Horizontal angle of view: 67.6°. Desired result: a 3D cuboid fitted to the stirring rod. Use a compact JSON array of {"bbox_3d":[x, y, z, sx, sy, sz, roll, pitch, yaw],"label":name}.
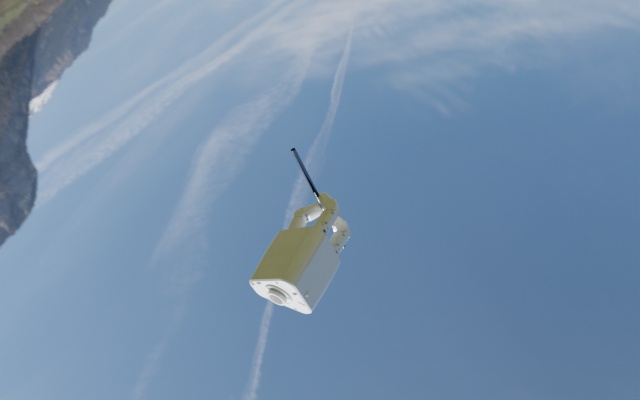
[{"bbox_3d":[0.000,0.003,0.835,0.011,0.011,0.240,0,-44,31],"label":"stirring rod"}]
